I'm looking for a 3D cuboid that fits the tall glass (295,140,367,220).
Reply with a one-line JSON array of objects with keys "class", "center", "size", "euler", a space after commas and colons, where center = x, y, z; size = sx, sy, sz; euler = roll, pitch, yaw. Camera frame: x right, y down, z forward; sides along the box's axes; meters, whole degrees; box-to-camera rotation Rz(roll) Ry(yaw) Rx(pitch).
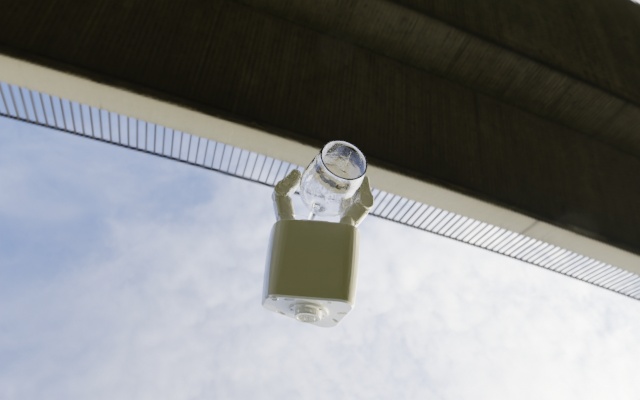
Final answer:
[{"class": "tall glass", "center": [0.000, 0.002, 0.668], "size": [0.079, 0.079, 0.201], "euler": [0, -32, -21]}]
